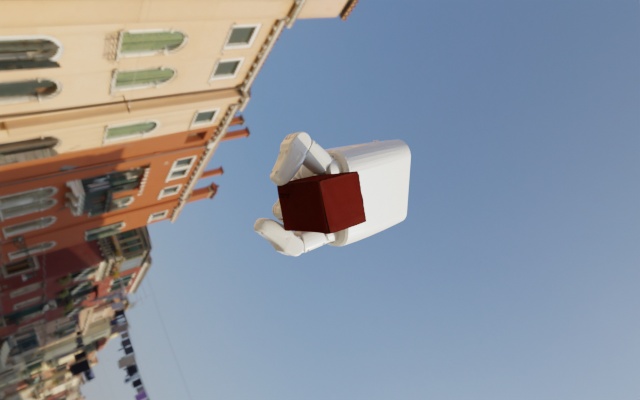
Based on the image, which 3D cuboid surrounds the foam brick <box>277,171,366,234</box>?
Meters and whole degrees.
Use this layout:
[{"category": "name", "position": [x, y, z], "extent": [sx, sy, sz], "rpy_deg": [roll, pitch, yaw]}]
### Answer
[{"category": "foam brick", "position": [0.000, 0.002, 0.482], "extent": [0.051, 0.053, 0.078], "rpy_deg": [-14, 8, -35]}]
